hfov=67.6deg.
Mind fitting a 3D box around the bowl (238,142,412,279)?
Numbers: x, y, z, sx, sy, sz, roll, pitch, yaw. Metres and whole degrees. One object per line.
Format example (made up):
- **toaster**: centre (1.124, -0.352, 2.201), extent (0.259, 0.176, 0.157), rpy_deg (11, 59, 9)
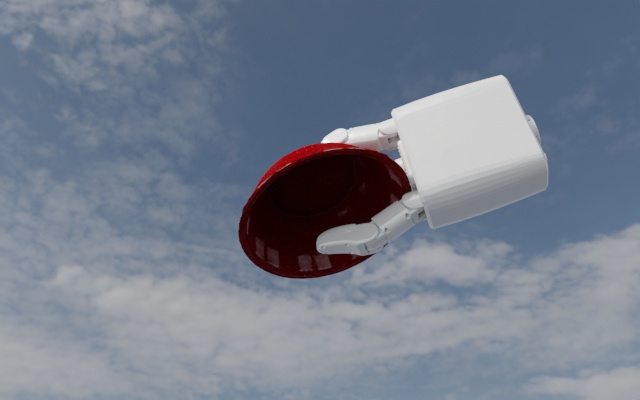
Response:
- **bowl**: centre (-0.001, 0.002, 0.446), extent (0.162, 0.162, 0.055), rpy_deg (0, 42, -22)
